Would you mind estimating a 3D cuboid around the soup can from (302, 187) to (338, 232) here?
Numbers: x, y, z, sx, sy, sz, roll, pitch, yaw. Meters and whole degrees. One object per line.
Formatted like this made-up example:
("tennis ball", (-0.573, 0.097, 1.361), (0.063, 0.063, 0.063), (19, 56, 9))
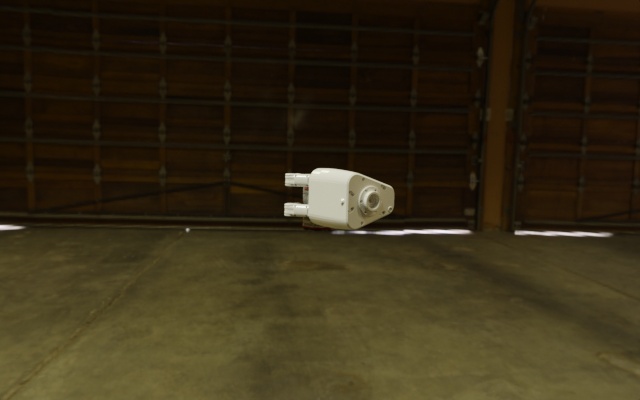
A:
("soup can", (0.000, 0.003, 0.888), (0.068, 0.102, 0.068), (1, 5, 0))
